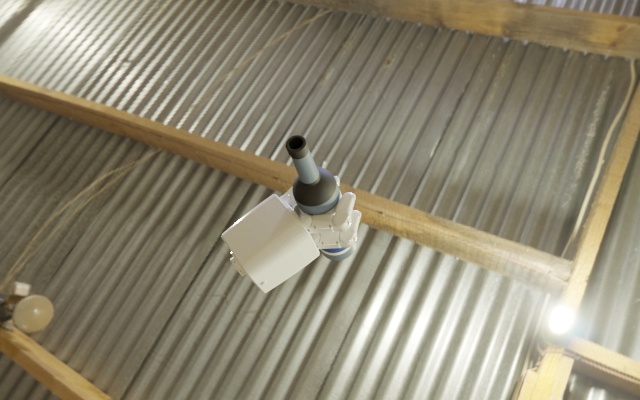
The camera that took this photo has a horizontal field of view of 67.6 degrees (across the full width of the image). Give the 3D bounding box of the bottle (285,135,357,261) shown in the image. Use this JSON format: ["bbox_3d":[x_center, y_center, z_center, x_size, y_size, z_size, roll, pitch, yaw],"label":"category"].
[{"bbox_3d":[0.000,0.002,0.721,0.069,0.069,0.296,0,-30,14],"label":"bottle"}]
